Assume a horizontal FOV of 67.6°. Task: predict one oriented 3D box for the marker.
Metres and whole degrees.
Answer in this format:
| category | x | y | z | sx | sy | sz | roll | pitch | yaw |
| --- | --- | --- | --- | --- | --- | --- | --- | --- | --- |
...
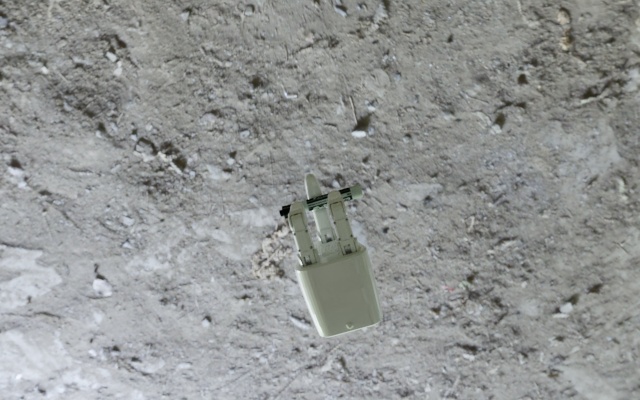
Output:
| category | x | y | z | sx | sy | sz | roll | pitch | yaw |
| --- | --- | --- | --- | --- | --- | --- | --- | --- | --- |
| marker | 0.000 | 0.002 | 0.678 | 0.121 | 0.020 | 0.020 | -16 | -1 | 4 |
